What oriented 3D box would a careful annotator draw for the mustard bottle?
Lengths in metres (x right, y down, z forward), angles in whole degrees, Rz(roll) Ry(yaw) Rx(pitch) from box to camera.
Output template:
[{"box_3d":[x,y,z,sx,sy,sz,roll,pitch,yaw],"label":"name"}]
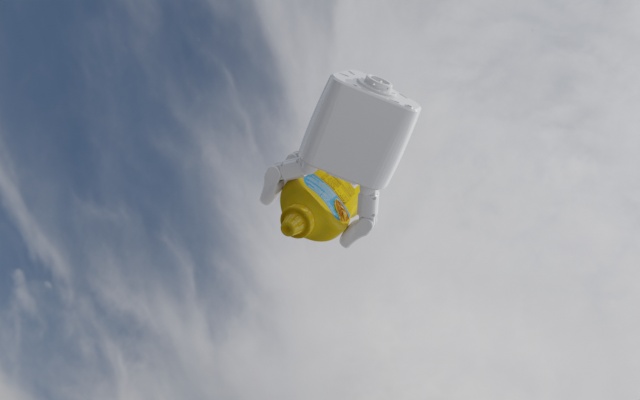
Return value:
[{"box_3d":[0.000,0.002,0.625,0.058,0.096,0.191,-41,-1,30],"label":"mustard bottle"}]
